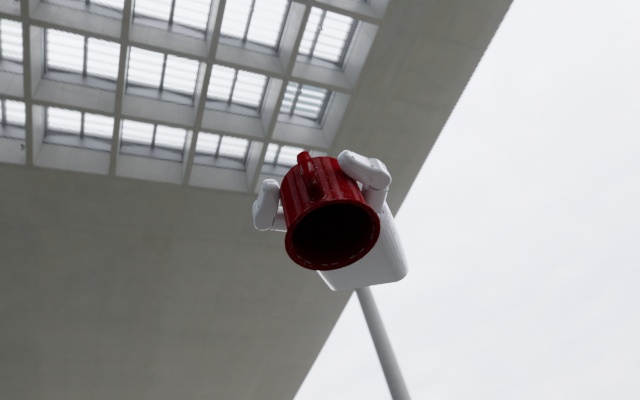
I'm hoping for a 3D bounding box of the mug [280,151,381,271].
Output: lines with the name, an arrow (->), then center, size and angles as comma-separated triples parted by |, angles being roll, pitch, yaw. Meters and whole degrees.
mug -> -0.001, 0.000, 0.470 | 0.093, 0.117, 0.081 | -23, 42, 4
